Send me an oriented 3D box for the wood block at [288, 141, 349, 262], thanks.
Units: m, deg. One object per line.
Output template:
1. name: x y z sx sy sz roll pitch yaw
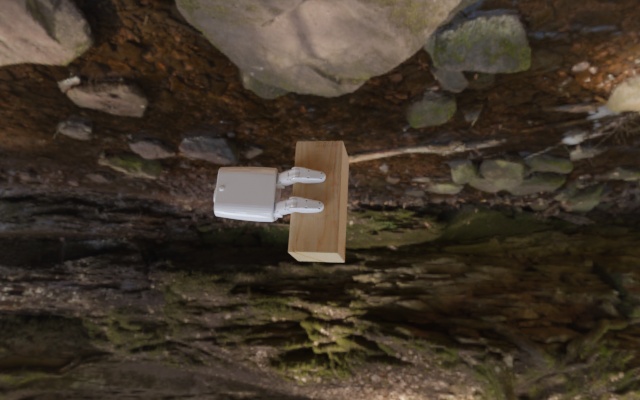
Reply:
1. wood block: 0.000 0.003 0.877 0.090 0.206 0.091 0 -17 10
